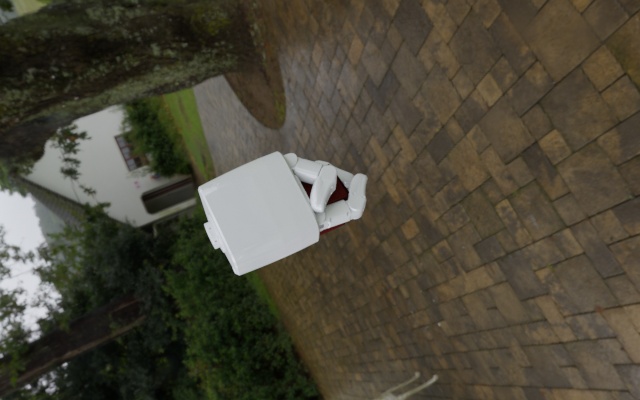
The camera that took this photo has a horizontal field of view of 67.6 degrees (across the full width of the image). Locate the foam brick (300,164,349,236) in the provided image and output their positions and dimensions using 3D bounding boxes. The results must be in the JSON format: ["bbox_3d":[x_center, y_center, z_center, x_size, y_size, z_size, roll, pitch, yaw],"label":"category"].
[{"bbox_3d":[0.000,0.002,0.613,0.051,0.053,0.078,-25,-29,-17],"label":"foam brick"}]
